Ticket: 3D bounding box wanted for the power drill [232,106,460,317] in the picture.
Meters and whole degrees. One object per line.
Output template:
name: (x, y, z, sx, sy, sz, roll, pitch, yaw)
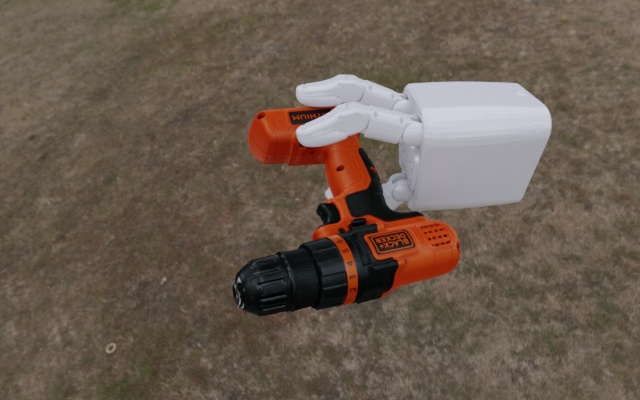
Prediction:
power drill: (0.000, 0.001, 0.401, 0.184, 0.187, 0.057, -7, -37, -25)
